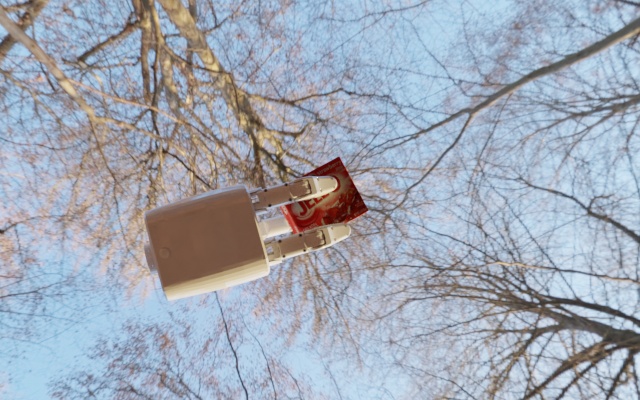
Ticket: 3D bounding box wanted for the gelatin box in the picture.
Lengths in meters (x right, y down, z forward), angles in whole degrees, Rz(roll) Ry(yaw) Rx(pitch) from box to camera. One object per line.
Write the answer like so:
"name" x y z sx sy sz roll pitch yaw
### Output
"gelatin box" 0.000 0.002 0.550 0.089 0.073 0.030 -29 0 -21
